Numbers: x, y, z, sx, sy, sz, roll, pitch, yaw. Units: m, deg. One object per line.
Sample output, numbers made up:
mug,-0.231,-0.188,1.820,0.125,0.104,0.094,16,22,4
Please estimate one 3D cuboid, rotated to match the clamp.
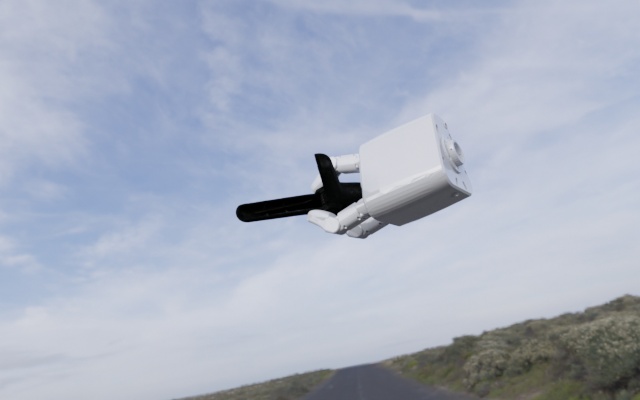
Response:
clamp,0.000,0.001,0.658,0.164,0.036,0.210,-26,-25,30
